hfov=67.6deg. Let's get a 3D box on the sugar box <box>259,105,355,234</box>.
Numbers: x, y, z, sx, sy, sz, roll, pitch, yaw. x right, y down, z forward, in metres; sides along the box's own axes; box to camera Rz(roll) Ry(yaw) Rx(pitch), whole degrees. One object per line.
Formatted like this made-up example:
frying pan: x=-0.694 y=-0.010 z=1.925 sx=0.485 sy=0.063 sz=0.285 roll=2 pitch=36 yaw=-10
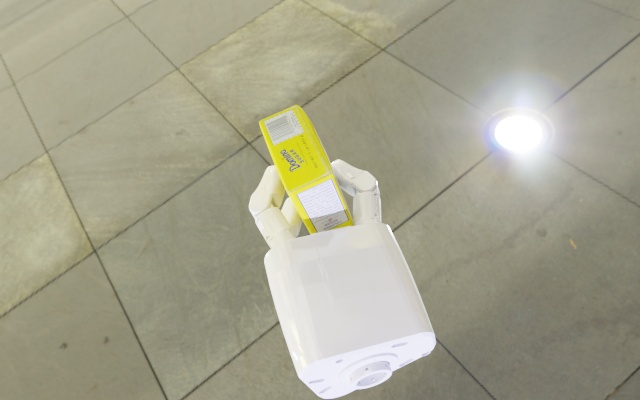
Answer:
sugar box: x=0.000 y=0.002 z=0.464 sx=0.048 sy=0.093 sz=0.176 roll=-23 pitch=-38 yaw=-1
